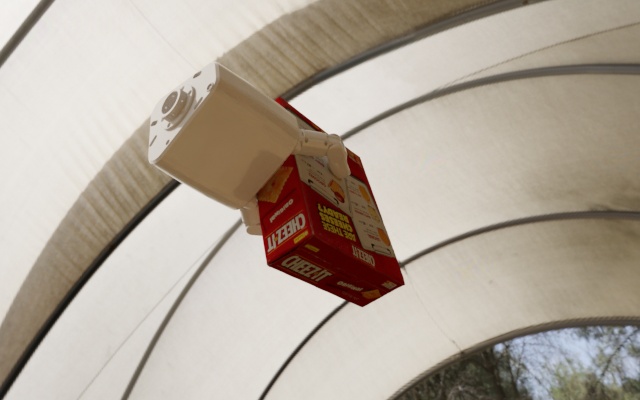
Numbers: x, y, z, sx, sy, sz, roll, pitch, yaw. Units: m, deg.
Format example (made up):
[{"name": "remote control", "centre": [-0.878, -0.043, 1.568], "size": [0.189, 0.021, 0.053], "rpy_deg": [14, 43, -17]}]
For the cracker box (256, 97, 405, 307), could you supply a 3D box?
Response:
[{"name": "cracker box", "centre": [0.000, 0.002, 0.565], "size": [0.072, 0.213, 0.164], "rpy_deg": [-36, -45, 24]}]
